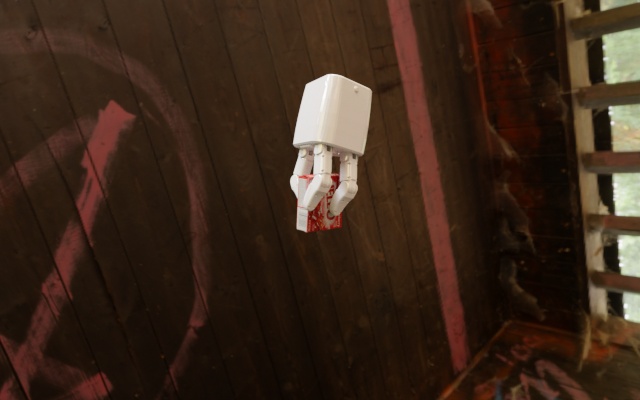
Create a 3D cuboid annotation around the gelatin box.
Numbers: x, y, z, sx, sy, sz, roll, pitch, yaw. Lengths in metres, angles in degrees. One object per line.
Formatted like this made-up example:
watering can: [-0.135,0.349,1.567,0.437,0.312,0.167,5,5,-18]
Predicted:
gelatin box: [0.000,0.003,0.761,0.073,0.089,0.030,-6,13,-40]
